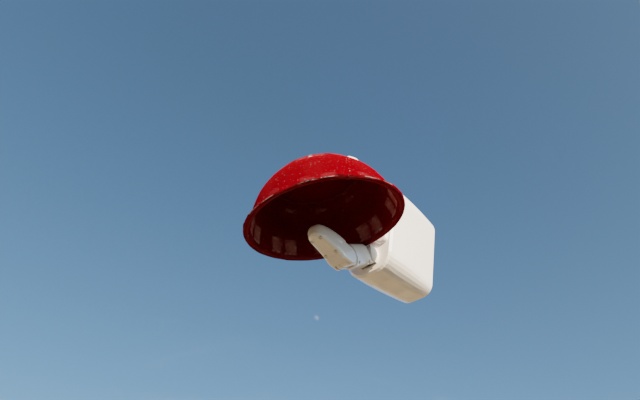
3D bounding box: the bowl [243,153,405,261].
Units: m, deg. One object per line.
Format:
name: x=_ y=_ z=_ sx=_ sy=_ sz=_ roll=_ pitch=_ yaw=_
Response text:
bowl: x=-0.001 y=0.001 z=0.482 sx=0.162 sy=0.055 sz=0.162 roll=-9 pitch=-31 yaw=-5
